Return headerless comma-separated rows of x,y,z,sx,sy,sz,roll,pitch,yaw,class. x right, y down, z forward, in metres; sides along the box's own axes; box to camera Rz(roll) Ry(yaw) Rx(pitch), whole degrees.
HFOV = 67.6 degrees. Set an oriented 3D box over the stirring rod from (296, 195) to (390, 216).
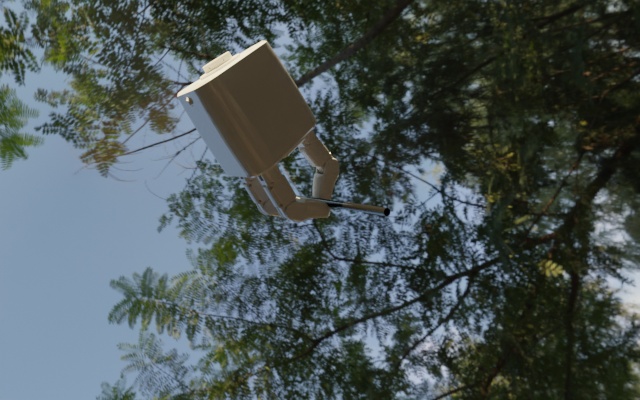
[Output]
0.000,0.002,0.553,0.011,0.011,0.239,0,4,-32,stirring rod
